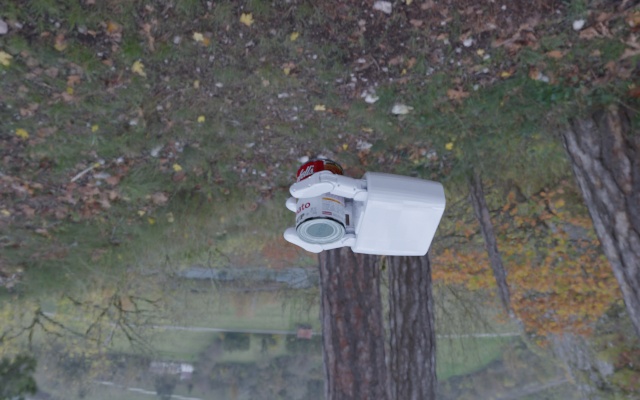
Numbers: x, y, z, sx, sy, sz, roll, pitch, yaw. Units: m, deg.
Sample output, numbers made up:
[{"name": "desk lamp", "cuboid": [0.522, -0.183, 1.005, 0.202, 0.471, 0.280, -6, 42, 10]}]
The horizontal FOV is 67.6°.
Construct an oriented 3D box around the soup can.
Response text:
[{"name": "soup can", "cuboid": [0.000, 0.002, 0.657, 0.068, 0.102, 0.069, 0, -36, 0]}]
